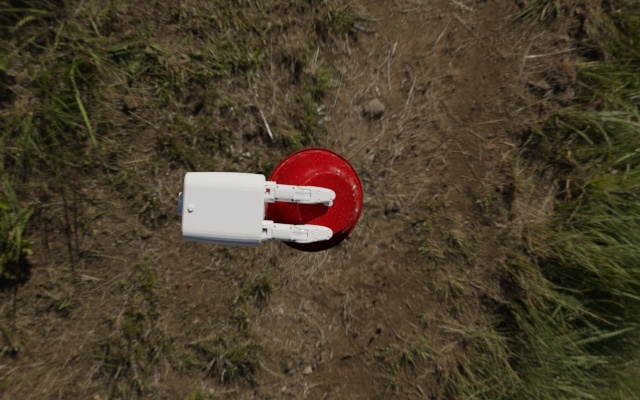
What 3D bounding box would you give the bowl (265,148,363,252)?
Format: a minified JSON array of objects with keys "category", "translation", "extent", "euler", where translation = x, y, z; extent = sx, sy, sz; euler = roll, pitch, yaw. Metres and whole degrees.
[{"category":"bowl","translation":[0.002,0.002,0.711],"extent":[0.162,0.162,0.055],"euler":[0,6,-20]}]
